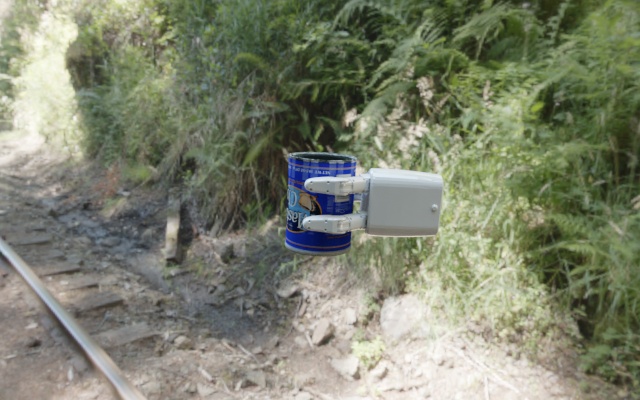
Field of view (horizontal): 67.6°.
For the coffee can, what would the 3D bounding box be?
[{"bbox_3d":[0.000,0.002,0.723,0.103,0.140,0.102,3,12,-1],"label":"coffee can"}]
